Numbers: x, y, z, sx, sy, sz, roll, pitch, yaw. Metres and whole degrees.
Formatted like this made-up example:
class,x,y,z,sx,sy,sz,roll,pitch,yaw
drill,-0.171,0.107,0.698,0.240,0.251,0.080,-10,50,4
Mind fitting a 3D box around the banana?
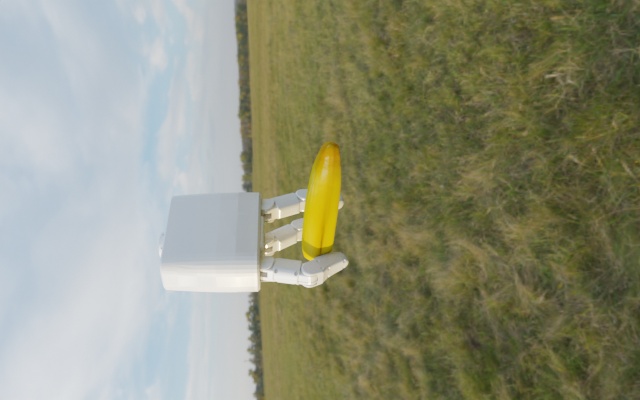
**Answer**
class,x,y,z,sx,sy,sz,roll,pitch,yaw
banana,-0.001,0.019,0.534,0.037,0.069,0.198,4,-32,-1
